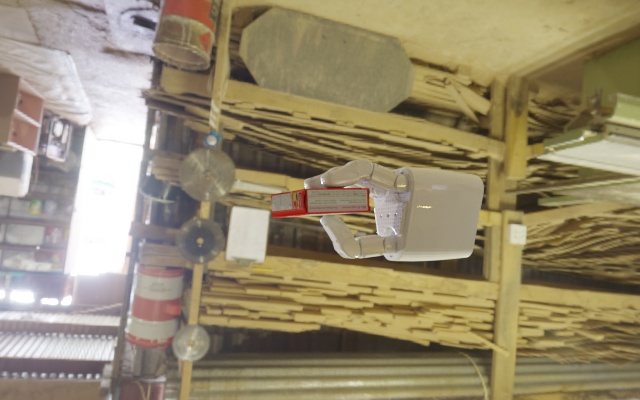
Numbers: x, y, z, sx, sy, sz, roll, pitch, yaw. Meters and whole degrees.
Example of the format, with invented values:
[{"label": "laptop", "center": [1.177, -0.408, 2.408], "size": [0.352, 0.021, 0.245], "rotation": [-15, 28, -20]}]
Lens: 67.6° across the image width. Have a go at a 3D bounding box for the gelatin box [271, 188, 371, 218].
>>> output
[{"label": "gelatin box", "center": [0.000, 0.002, 0.536], "size": [0.089, 0.030, 0.073], "rotation": [-2, -2, -34]}]
